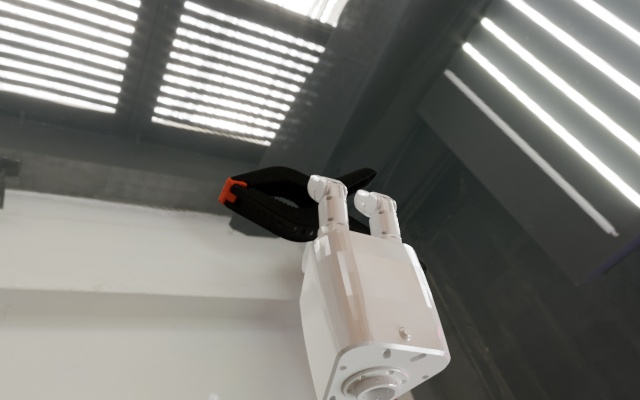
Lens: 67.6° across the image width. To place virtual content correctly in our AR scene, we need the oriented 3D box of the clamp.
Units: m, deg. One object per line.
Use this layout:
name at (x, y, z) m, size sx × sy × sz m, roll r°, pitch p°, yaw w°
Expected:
clamp at (-0.001, 0.002, 0.497) m, size 0.210 × 0.036 × 0.164 m, roll 15°, pitch 36°, yaw -23°
